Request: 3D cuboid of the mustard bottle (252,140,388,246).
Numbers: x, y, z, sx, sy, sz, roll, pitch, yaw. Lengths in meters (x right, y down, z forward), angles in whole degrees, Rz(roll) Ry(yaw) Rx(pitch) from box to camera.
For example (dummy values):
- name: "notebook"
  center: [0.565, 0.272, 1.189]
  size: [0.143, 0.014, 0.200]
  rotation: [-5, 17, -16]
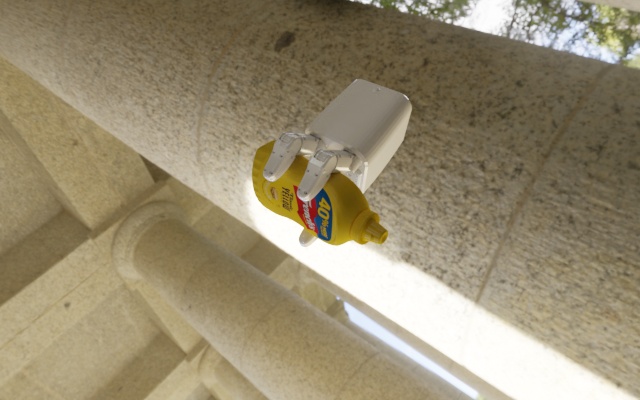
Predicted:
- name: "mustard bottle"
  center: [0.000, 0.002, 0.581]
  size: [0.191, 0.096, 0.058]
  rotation: [29, 43, 31]
